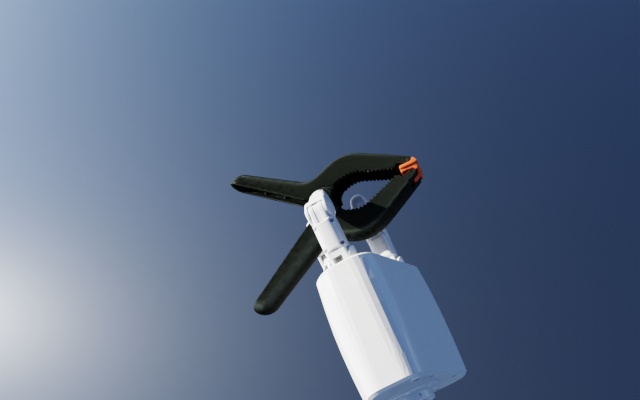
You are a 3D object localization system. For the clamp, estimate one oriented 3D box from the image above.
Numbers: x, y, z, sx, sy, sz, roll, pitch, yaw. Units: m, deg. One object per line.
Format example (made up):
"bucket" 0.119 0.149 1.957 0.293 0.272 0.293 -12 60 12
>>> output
"clamp" 0.000 0.001 0.494 0.210 0.164 0.036 -30 -31 9
